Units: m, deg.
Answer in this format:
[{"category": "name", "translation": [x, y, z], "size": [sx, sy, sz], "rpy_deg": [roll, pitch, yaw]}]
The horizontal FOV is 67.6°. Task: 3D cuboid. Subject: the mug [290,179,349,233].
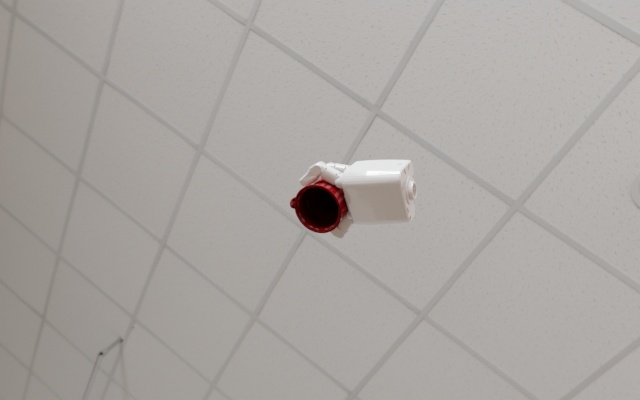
[{"category": "mug", "translation": [-0.001, 0.003, 0.889], "size": [0.117, 0.093, 0.081], "rpy_deg": [-1, 19, 26]}]
